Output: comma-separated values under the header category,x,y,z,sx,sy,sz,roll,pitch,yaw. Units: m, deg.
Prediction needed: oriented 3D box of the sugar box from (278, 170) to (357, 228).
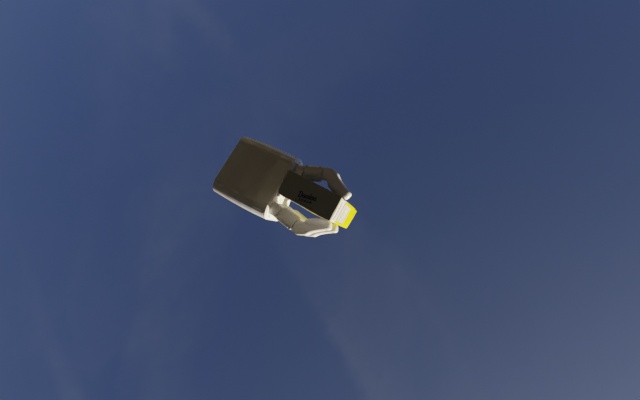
category,x,y,z,sx,sy,sz,roll,pitch,yaw
sugar box,0.000,0.003,0.772,0.093,0.048,0.176,28,2,14
